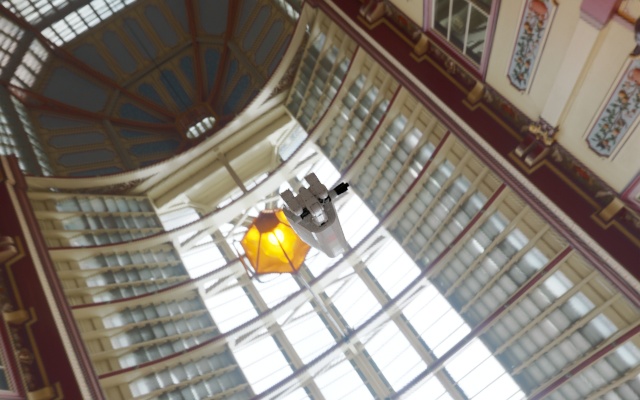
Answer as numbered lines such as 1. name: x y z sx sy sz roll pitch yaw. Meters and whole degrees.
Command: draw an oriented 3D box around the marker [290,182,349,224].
1. marker: 0.000 0.003 0.866 0.121 0.020 0.020 -33 3 -5
